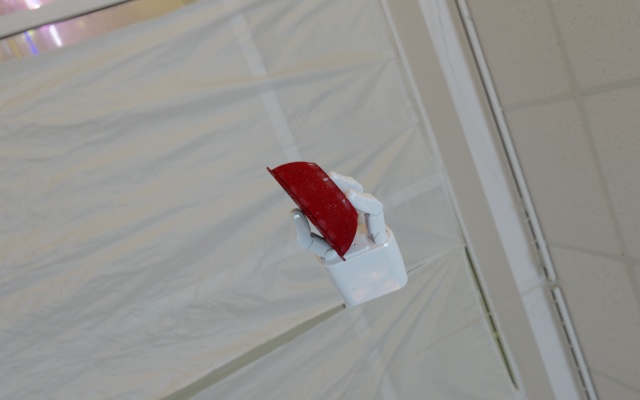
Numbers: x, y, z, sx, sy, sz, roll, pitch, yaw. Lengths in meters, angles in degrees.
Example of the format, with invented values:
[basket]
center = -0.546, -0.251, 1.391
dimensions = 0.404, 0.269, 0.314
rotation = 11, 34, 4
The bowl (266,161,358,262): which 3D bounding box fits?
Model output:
[bowl]
center = 0.000, 0.001, 0.629
dimensions = 0.055, 0.162, 0.162
rotation = -40, 1, -2
